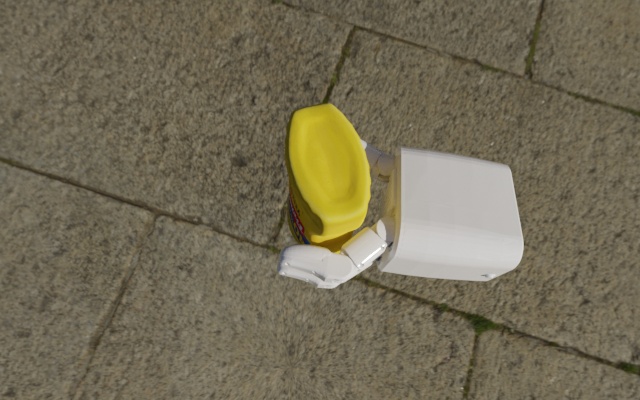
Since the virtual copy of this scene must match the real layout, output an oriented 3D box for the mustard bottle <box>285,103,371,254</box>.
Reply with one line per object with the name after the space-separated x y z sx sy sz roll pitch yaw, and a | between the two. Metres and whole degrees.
0.000 0.001 0.427 0.058 0.096 0.192 -16 -18 -9 | mustard bottle
